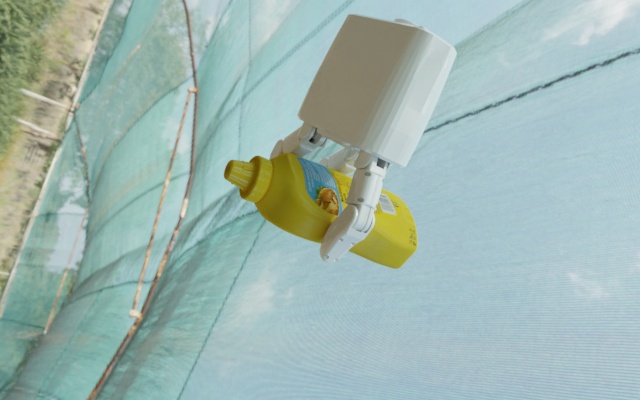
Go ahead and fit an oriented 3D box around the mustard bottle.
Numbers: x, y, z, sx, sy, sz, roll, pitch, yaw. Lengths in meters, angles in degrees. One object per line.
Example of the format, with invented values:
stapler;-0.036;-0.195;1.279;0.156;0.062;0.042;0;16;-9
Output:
mustard bottle;0.000;0.002;0.453;0.192;0.058;0.096;20;32;-29
